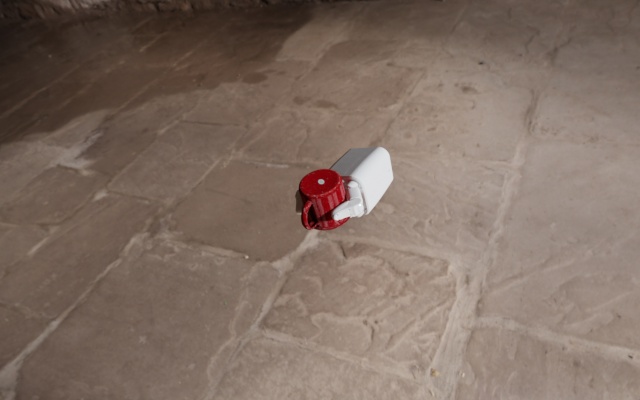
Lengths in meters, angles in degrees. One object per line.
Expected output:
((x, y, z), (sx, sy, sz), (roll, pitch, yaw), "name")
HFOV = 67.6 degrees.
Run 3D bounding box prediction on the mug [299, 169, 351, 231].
((-0.001, 0.004, 0.883), (0.093, 0.082, 0.117), (17, 51, 34), "mug")
